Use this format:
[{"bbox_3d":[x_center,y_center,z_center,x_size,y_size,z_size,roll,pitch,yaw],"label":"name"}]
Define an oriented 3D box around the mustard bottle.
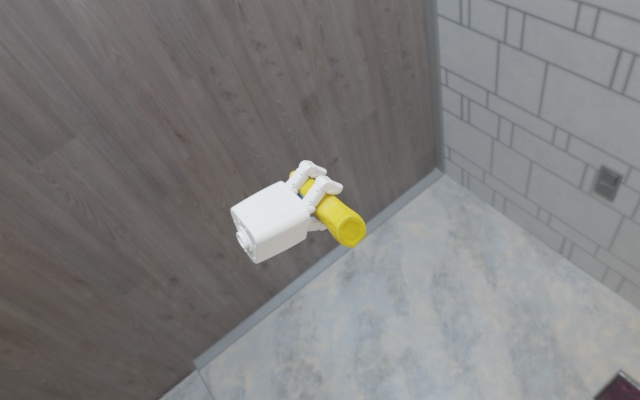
[{"bbox_3d":[0.001,0.003,0.880,0.191,0.058,0.096,44,-2,37],"label":"mustard bottle"}]
